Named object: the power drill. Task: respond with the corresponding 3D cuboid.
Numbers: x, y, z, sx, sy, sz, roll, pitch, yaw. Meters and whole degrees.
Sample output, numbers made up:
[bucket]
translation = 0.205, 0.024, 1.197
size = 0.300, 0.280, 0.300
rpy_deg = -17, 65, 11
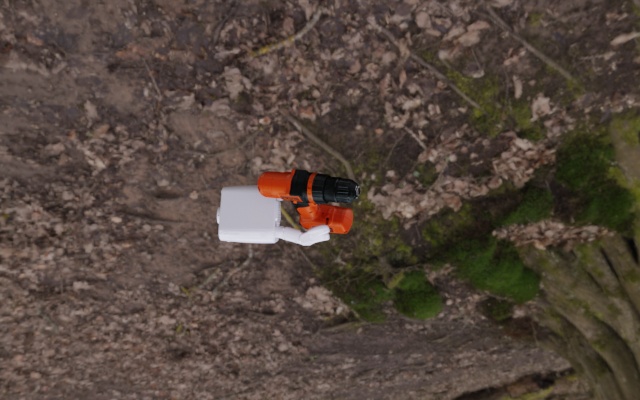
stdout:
[power drill]
translation = 0.000, 0.003, 0.871
size = 0.184, 0.057, 0.188
rpy_deg = 7, -21, 22
